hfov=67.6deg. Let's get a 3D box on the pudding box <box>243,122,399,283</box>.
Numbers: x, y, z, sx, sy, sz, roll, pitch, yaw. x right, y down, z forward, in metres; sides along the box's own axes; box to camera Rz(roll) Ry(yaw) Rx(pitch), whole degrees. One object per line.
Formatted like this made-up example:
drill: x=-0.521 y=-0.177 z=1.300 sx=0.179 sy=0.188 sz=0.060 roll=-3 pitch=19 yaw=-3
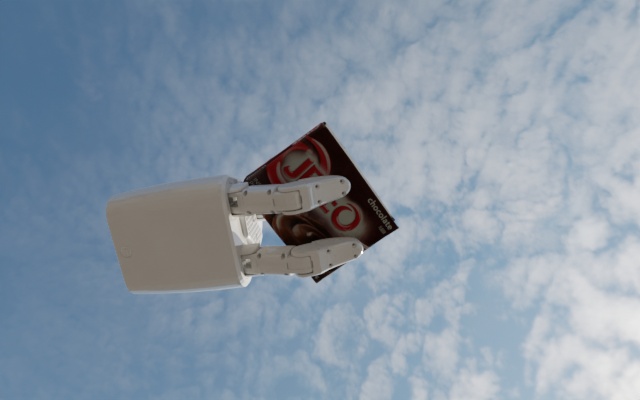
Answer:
pudding box: x=0.000 y=0.001 z=0.421 sx=0.090 sy=0.113 sz=0.039 roll=-35 pitch=11 yaw=11
